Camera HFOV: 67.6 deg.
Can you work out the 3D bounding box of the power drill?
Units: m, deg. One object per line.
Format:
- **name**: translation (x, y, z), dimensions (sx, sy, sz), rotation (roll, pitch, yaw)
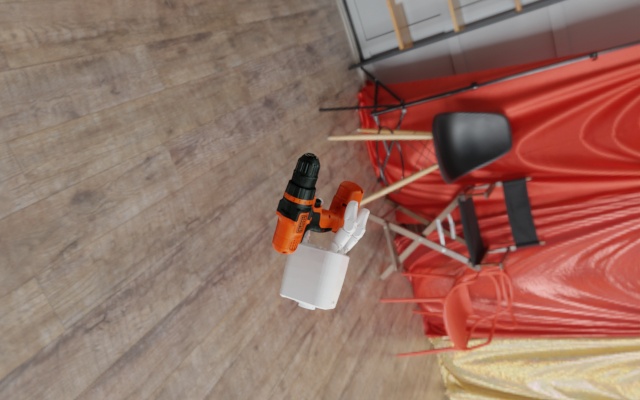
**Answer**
- **power drill**: translation (0.000, 0.003, 0.876), dimensions (0.057, 0.184, 0.187), rotation (32, 21, 34)
